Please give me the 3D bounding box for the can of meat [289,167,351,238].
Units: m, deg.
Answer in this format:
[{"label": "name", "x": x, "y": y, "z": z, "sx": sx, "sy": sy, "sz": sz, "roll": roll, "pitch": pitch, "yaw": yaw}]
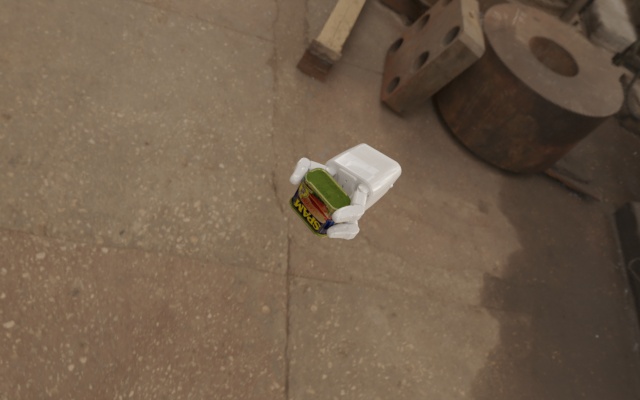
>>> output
[{"label": "can of meat", "x": 0.000, "y": 0.003, "z": 0.869, "sx": 0.057, "sy": 0.102, "sz": 0.084, "roll": -30, "pitch": -19, "yaw": -39}]
